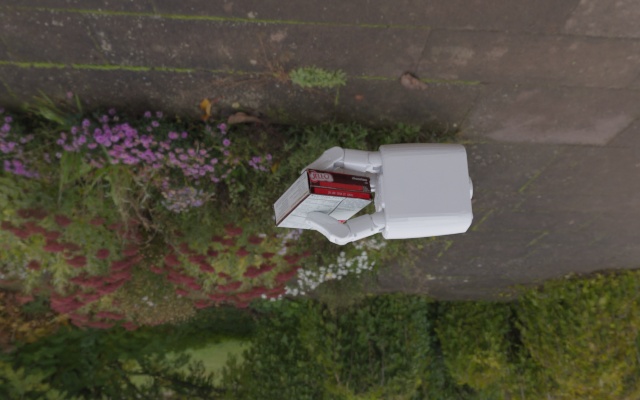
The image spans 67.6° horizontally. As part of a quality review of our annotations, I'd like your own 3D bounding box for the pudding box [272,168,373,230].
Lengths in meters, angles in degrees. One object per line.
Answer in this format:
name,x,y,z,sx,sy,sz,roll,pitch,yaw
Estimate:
pudding box,0.000,0.002,0.617,0.090,0.039,0.113,7,-29,-27
